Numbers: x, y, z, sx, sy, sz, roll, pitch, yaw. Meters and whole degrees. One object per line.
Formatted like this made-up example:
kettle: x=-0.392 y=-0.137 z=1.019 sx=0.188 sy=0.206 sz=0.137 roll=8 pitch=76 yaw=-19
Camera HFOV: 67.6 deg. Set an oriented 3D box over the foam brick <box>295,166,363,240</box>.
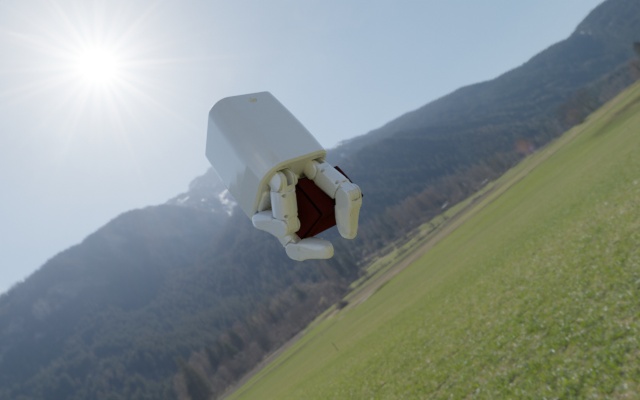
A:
foam brick: x=0.000 y=0.002 z=0.551 sx=0.078 sy=0.051 sz=0.053 roll=-22 pitch=-24 yaw=-46
